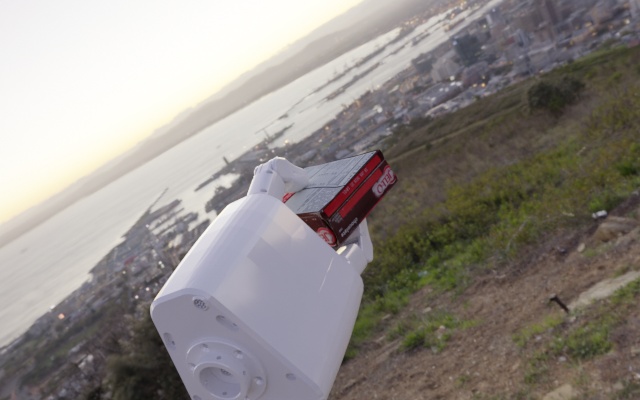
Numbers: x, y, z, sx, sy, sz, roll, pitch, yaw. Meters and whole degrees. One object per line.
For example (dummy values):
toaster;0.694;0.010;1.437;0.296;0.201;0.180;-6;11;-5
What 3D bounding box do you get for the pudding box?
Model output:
pudding box;0.000;0.001;0.424;0.113;0.039;0.090;-6;32;51
